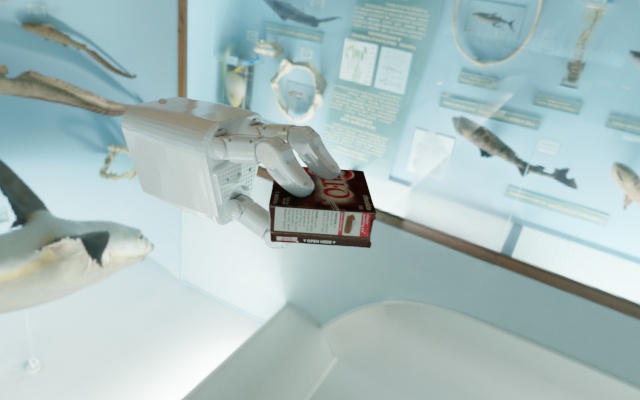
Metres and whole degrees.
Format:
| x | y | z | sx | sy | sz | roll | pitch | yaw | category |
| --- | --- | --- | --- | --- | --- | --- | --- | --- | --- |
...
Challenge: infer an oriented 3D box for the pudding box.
| x | y | z | sx | sy | sz | roll | pitch | yaw | category |
| --- | --- | --- | --- | --- | --- | --- | --- | --- | --- |
| 0.000 | 0.002 | 0.444 | 0.090 | 0.039 | 0.113 | 3 | 24 | -2 | pudding box |
